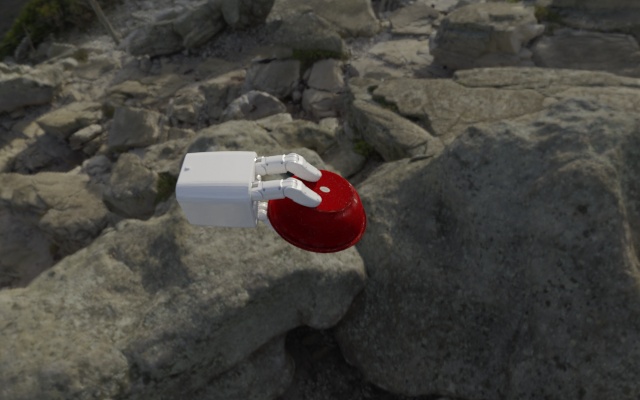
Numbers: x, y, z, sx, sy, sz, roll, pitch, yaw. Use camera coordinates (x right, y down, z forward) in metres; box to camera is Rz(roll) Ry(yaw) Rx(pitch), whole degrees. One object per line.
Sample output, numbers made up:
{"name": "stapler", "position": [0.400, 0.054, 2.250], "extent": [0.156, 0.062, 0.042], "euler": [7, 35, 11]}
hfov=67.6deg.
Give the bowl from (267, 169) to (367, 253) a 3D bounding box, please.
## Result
{"name": "bowl", "position": [0.001, 0.002, 0.741], "extent": [0.162, 0.162, 0.055], "euler": [0, -44, -16]}
